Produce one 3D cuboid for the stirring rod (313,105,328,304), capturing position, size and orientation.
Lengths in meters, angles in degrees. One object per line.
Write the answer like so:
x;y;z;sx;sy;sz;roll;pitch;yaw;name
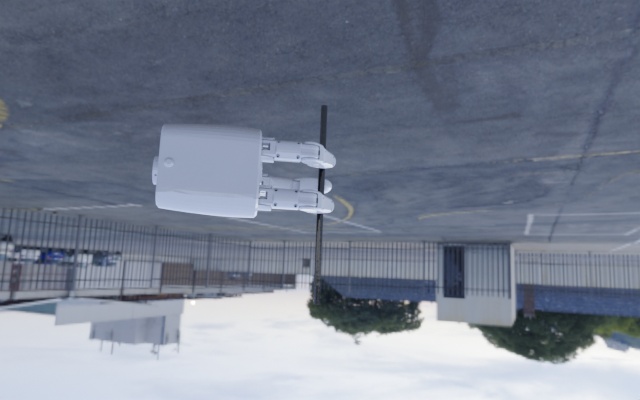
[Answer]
0.000;0.002;0.573;0.011;0.239;0.011;2;-9;0;stirring rod
